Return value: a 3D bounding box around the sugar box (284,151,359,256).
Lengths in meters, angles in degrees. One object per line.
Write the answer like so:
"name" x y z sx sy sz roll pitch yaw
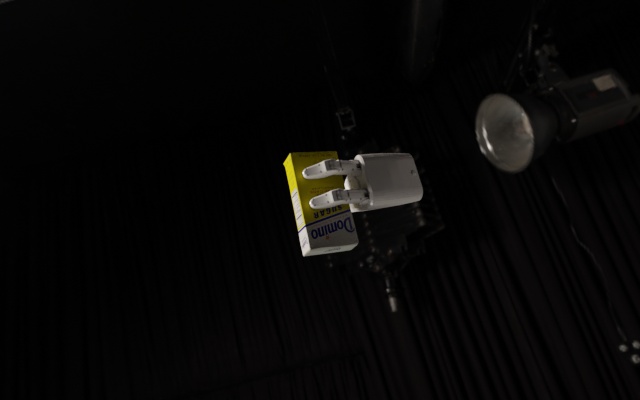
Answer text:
"sugar box" 0.000 0.002 0.827 0.093 0.176 0.048 -6 -22 -23
